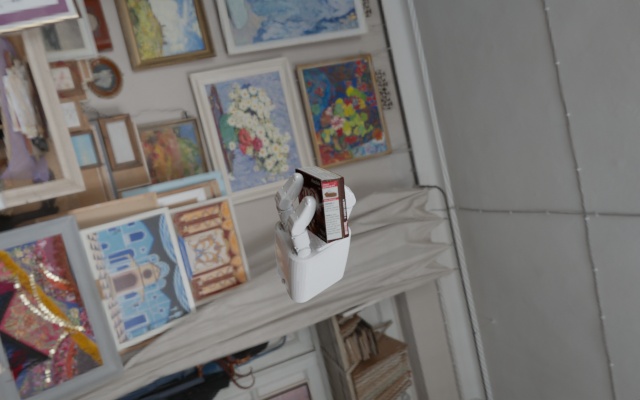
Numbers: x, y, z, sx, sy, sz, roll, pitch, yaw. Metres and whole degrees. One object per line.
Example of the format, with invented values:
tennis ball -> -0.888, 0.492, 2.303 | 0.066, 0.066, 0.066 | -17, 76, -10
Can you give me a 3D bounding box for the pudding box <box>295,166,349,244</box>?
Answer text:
pudding box -> 0.000, 0.002, 0.685 | 0.039, 0.090, 0.113 | -12, 15, -21
